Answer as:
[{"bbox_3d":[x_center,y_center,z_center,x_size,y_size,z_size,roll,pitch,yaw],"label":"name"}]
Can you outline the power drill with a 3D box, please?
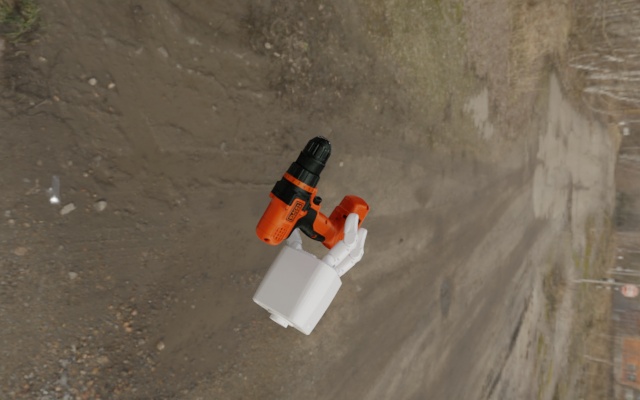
[{"bbox_3d":[0.000,0.003,0.784,0.188,0.184,0.057,26,9,-47],"label":"power drill"}]
